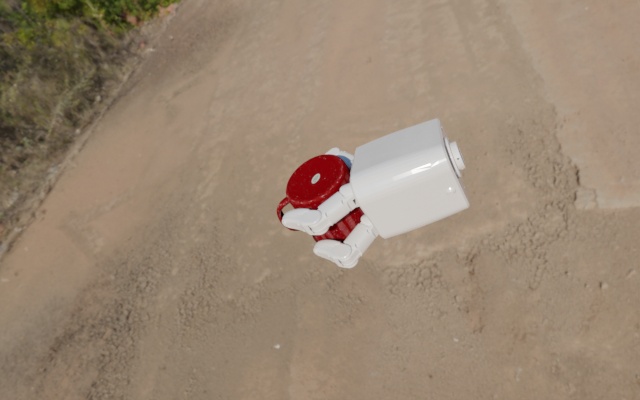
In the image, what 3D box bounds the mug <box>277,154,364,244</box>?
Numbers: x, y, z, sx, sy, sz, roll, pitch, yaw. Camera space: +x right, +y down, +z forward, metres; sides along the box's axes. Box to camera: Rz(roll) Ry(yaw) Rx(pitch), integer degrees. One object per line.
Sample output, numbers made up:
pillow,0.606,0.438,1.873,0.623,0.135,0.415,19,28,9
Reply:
mug,-0.001,0.002,0.589,0.117,0.093,0.081,-21,-49,19
